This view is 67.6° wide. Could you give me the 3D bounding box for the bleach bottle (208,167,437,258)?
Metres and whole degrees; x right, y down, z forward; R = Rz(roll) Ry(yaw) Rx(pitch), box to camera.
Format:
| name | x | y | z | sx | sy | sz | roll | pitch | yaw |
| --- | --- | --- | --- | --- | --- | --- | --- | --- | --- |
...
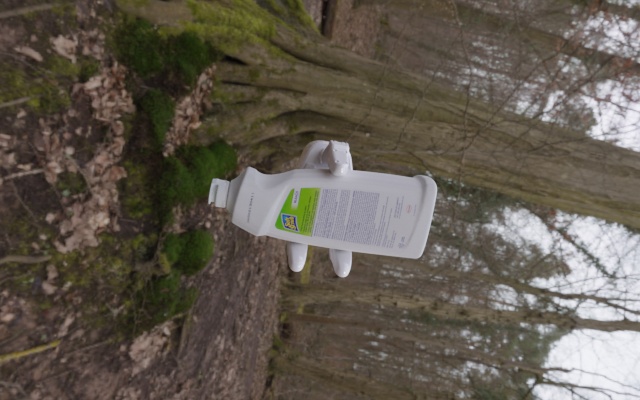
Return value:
| name | x | y | z | sx | sy | sz | roll | pitch | yaw |
| --- | --- | --- | --- | --- | --- | --- | --- | --- | --- |
| bleach bottle | 0.000 | 0.002 | 0.555 | 0.251 | 0.102 | 0.068 | 9 | 8 | -8 |
